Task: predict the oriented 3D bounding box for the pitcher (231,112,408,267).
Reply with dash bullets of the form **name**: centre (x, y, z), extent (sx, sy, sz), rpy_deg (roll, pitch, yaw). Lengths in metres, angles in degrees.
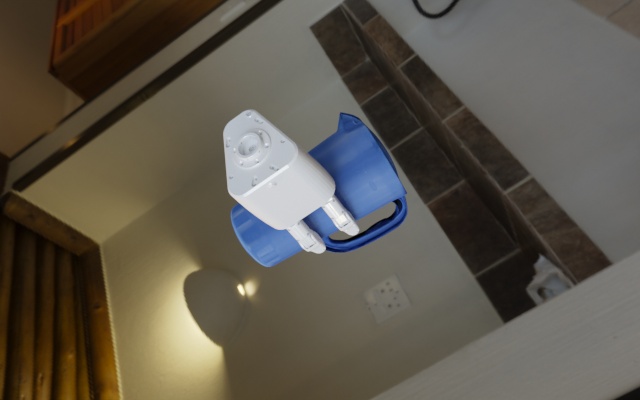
- **pitcher**: centre (0.000, 0.002, 0.704), extent (0.243, 0.149, 0.145), rpy_deg (-32, -28, 9)
